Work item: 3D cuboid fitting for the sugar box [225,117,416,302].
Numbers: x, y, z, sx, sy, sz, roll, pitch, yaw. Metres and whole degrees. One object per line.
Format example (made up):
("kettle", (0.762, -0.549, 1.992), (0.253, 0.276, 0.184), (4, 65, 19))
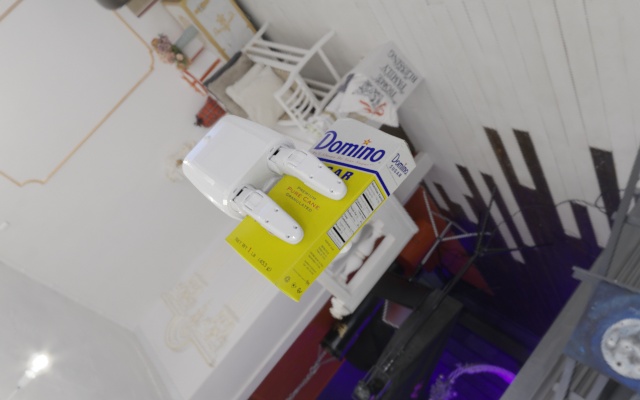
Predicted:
("sugar box", (0.000, 0.001, 0.460), (0.093, 0.176, 0.048), (31, -13, 42))
